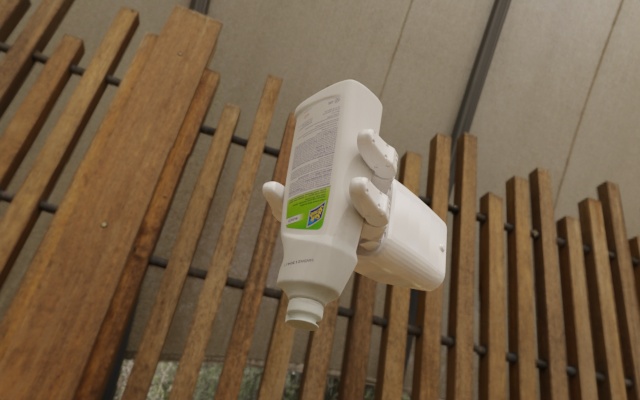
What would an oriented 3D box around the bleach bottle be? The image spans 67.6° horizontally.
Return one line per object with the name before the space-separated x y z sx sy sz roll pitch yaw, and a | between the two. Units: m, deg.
bleach bottle | 0.000 0.001 0.471 0.068 0.250 0.102 33 -36 -32
